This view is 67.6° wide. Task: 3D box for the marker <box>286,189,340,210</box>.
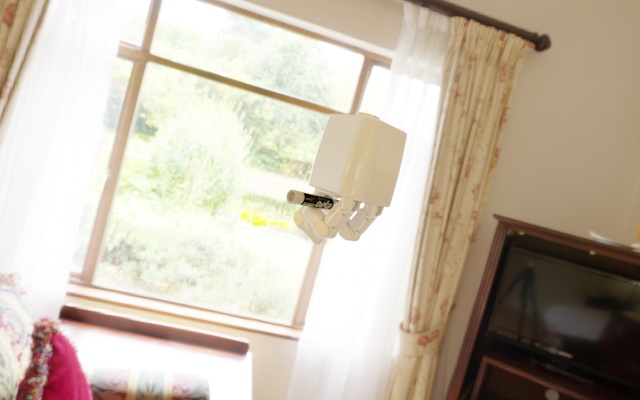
[{"bbox_3d":[0.000,0.002,0.652,0.020,0.020,0.121,0,-7,39],"label":"marker"}]
